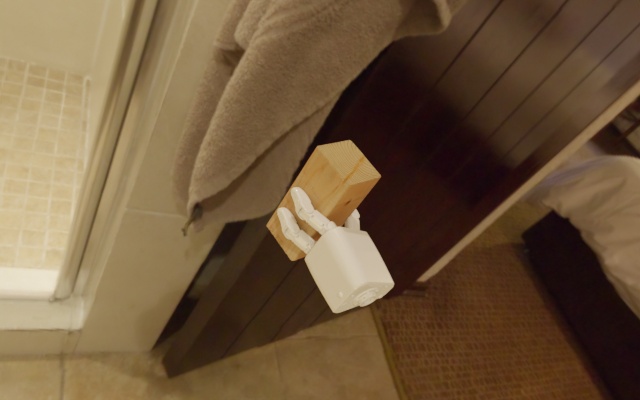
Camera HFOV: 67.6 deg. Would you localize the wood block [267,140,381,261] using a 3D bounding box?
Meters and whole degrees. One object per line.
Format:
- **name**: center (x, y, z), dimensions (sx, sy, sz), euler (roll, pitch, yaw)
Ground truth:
- **wood block**: center (0.001, 0.003, 0.838), dimensions (0.091, 0.090, 0.206), euler (-16, -29, -46)
